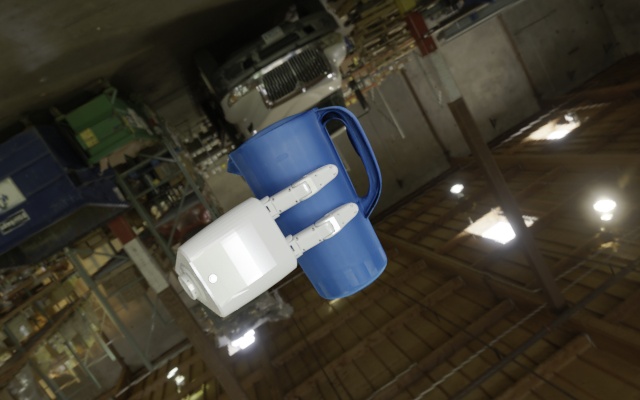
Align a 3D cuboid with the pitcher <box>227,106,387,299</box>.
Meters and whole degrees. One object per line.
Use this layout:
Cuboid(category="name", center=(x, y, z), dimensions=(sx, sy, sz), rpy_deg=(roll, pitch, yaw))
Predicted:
Cuboid(category="pitcher", center=(0.000, 0.002, 0.643), dimensions=(0.145, 0.243, 0.149), rpy_deg=(-35, 11, -29))
